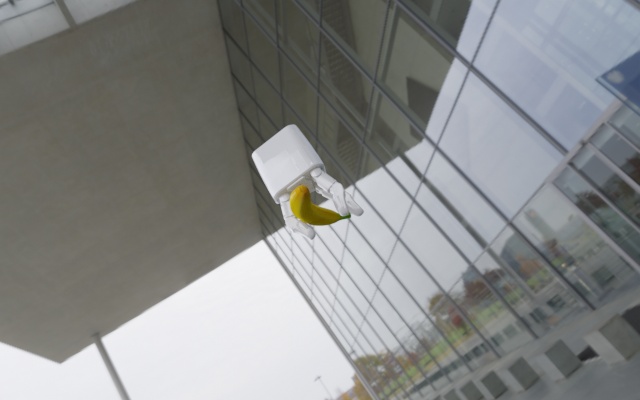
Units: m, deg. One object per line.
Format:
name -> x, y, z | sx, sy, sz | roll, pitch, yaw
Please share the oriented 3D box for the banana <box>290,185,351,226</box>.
banana -> -0.014, 0.013, 0.844 | 0.069, 0.037, 0.198 | -32, -24, 16
